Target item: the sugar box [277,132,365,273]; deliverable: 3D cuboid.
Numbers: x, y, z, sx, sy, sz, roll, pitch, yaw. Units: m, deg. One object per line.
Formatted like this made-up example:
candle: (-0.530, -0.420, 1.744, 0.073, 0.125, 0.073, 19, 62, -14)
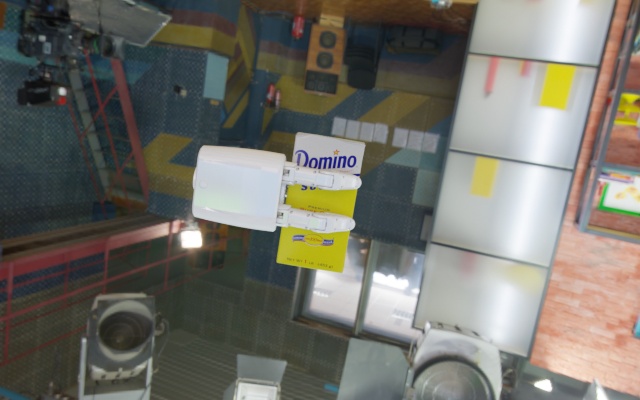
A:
sugar box: (0.000, 0.002, 0.642, 0.093, 0.176, 0.048, 9, 10, 1)
